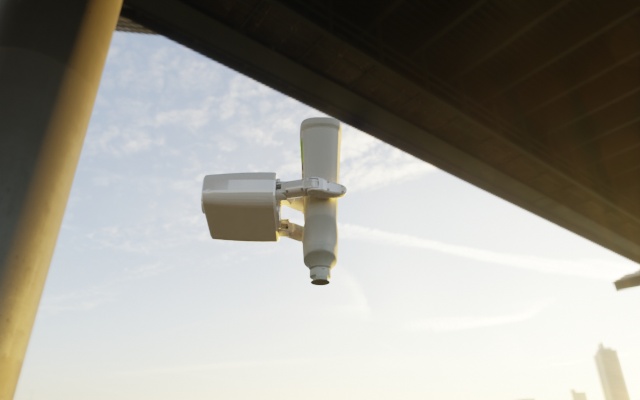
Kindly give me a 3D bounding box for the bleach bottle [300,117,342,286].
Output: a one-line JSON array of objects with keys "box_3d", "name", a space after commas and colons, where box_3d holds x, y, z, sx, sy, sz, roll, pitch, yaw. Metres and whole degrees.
[{"box_3d": [0.000, 0.002, 0.730, 0.068, 0.250, 0.103, 0, -28, 0], "name": "bleach bottle"}]
